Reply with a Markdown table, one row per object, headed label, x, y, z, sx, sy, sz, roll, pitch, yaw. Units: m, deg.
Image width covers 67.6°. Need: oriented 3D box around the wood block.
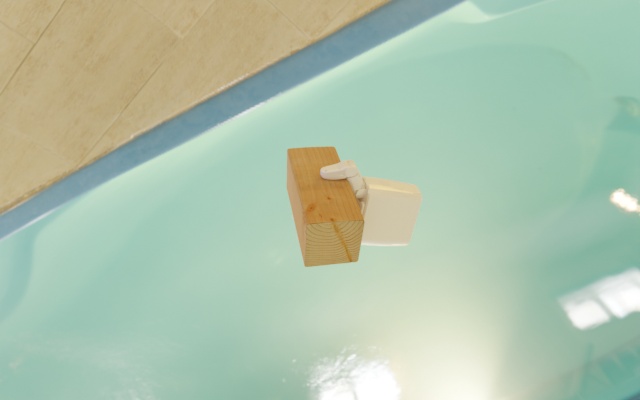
| label | x | y | z | sx | sy | sz | roll | pitch | yaw |
| --- | --- | --- | --- | --- | --- | --- | --- | --- | --- |
| wood block | 0.001 | 0.002 | 0.801 | 0.090 | 0.091 | 0.206 | -4 | 39 | -11 |
